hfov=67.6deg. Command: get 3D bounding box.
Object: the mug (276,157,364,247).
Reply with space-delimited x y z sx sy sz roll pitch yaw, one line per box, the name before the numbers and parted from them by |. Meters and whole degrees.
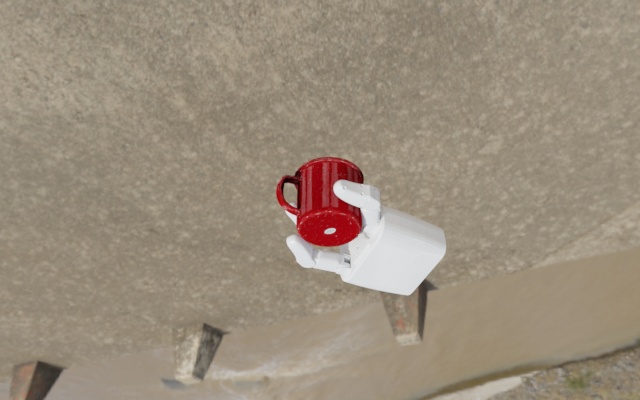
mug | -0.001 0.002 0.602 0.117 0.081 0.093 17 -41 -20
